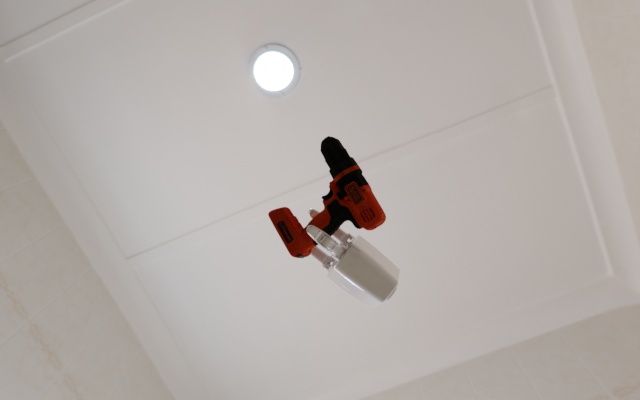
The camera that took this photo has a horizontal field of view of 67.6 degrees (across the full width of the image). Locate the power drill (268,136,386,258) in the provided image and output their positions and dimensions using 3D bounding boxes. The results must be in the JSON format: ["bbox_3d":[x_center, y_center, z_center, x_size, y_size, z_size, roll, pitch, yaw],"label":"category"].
[{"bbox_3d":[0.000,0.003,0.856,0.188,0.184,0.057,-34,-14,18],"label":"power drill"}]
